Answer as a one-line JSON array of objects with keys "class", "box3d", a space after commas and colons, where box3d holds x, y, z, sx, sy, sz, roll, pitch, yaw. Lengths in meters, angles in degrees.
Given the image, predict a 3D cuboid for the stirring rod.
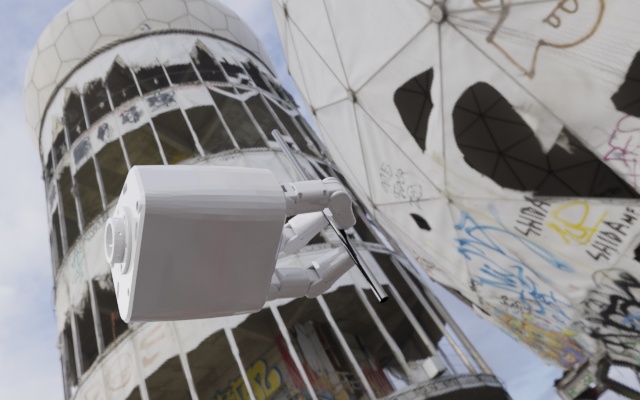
[{"class": "stirring rod", "box3d": [0.000, 0.002, 0.457, 0.011, 0.011, 0.239, 0, 40, -34]}]
